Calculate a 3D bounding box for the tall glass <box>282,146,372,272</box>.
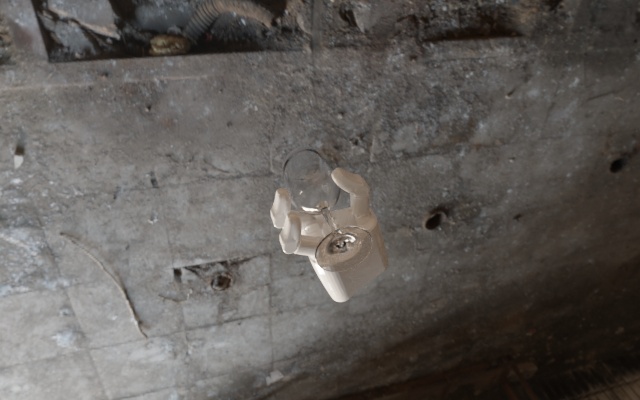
[{"bbox_3d":[0.000,0.002,0.656,0.079,0.079,0.201,0,37,-21],"label":"tall glass"}]
